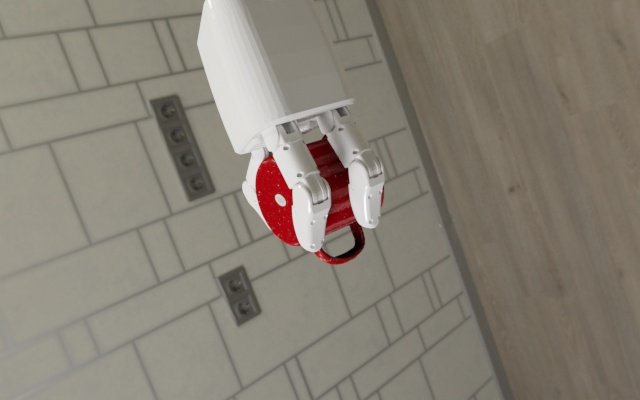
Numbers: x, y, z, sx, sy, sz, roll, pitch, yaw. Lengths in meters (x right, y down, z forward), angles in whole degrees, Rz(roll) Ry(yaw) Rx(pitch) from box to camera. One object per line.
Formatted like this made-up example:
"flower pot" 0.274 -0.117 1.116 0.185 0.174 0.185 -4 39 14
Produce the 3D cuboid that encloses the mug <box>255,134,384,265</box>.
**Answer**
"mug" 0.000 0.003 0.426 0.081 0.117 0.093 -22 0 -34
